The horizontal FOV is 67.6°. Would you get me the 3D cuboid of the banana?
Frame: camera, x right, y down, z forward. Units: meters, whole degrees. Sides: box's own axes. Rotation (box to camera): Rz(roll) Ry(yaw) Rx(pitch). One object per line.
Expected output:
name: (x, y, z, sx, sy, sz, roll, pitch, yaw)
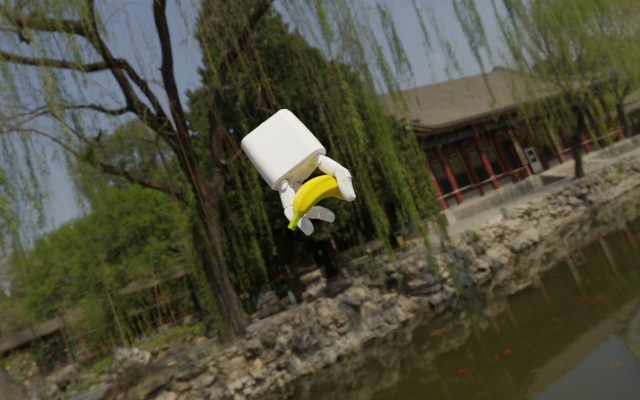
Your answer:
banana: (0.004, -0.012, 0.827, 0.037, 0.070, 0.197, 32, 31, 22)
